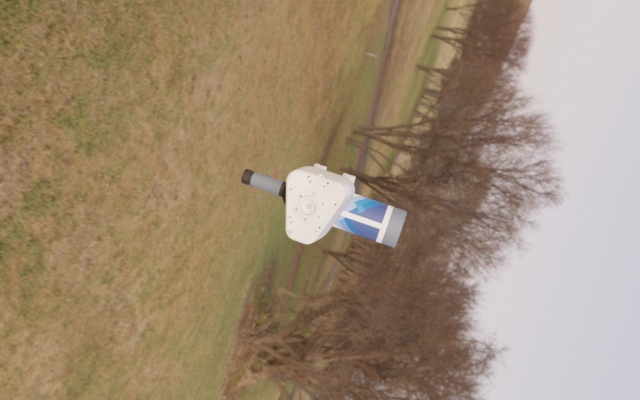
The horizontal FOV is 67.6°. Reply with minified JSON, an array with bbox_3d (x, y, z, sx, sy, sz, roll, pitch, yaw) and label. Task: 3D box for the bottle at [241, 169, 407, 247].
[{"bbox_3d":[0.000,0.003,0.842,0.295,0.069,0.069,19,3,8],"label":"bottle"}]
